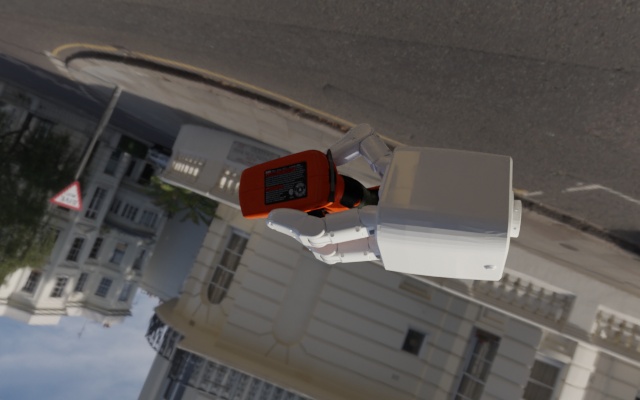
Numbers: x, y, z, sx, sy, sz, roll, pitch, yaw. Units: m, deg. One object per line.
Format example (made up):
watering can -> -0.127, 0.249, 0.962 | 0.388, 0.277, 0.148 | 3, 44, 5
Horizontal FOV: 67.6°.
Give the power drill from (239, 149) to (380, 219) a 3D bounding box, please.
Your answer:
power drill -> 0.000, 0.002, 0.531 | 0.184, 0.057, 0.188 | -13, -15, 33
